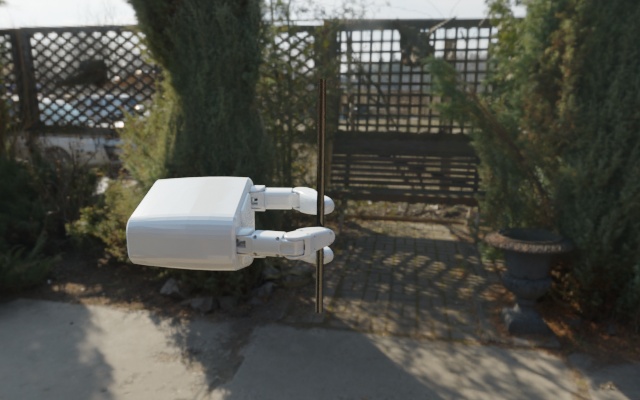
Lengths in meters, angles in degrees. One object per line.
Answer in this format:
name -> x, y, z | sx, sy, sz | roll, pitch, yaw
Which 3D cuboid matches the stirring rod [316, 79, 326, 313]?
stirring rod -> 0.000, 0.002, 0.483 | 0.011, 0.239, 0.011 | 1, 13, 0
